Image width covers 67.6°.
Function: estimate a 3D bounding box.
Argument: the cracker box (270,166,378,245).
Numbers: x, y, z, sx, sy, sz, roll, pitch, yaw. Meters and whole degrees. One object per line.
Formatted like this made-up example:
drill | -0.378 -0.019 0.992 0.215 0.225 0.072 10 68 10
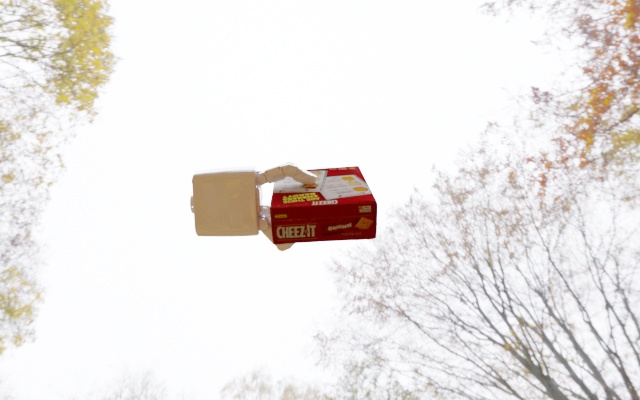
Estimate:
cracker box | 0.000 0.002 0.823 0.164 0.072 0.213 -4 19 -2
